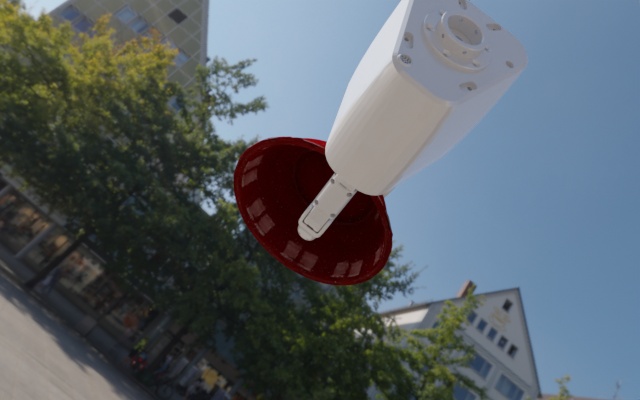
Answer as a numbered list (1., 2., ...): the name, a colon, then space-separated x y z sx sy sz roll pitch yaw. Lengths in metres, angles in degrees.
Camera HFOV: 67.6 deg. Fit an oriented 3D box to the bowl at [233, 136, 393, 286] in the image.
1. bowl: -0.001 0.002 0.447 0.162 0.162 0.055 0 33 34
